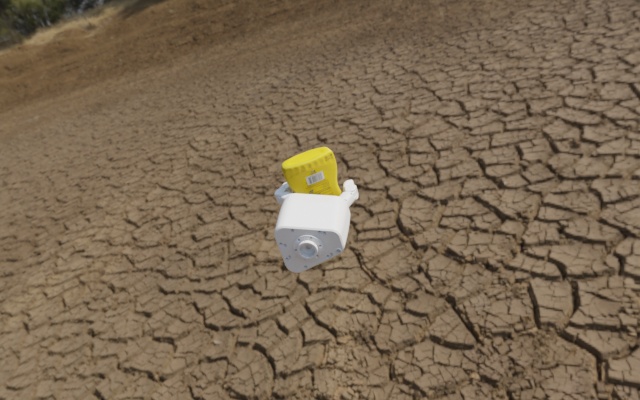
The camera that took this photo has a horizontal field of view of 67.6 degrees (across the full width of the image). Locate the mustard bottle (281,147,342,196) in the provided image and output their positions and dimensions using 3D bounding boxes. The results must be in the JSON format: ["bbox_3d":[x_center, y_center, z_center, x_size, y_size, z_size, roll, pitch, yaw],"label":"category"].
[{"bbox_3d":[0.000,0.003,0.895,0.096,0.192,0.058,-22,26,-9],"label":"mustard bottle"}]
